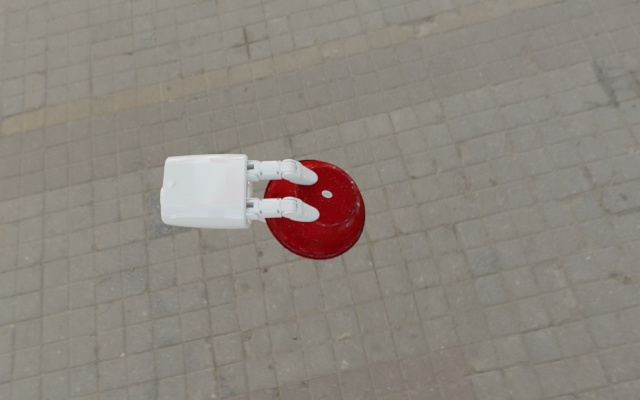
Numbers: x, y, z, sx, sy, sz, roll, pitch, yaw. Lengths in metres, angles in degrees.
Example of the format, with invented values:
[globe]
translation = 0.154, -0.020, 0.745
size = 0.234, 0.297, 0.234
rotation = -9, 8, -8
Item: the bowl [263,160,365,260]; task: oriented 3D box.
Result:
[bowl]
translation = 0.001, 0.002, 0.697
size = 0.162, 0.162, 0.055
rotation = 0, -21, -19
